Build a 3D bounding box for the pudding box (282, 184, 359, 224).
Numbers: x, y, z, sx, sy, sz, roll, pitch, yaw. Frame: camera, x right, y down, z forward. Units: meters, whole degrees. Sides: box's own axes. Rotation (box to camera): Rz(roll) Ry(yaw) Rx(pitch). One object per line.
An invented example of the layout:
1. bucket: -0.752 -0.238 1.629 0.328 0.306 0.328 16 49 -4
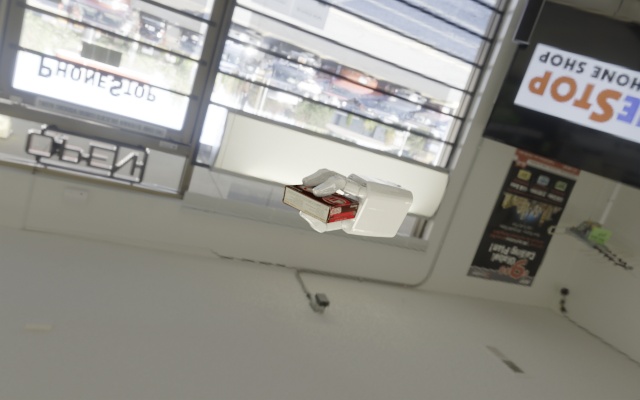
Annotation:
1. pudding box: 0.000 0.003 0.878 0.113 0.039 0.090 22 17 34
